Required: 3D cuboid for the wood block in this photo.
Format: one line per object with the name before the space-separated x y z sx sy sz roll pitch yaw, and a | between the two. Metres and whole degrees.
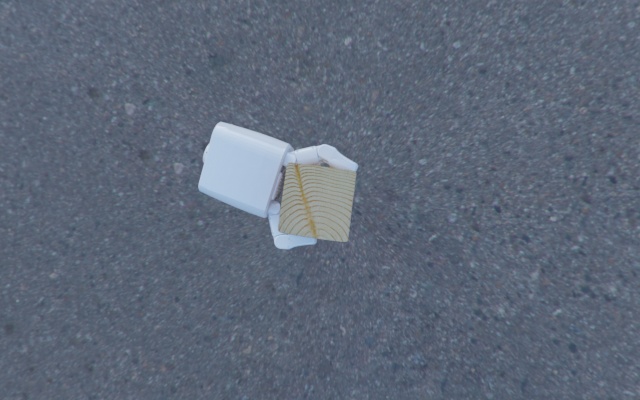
wood block | 0.000 0.003 0.689 0.090 0.091 0.206 8 1 2
